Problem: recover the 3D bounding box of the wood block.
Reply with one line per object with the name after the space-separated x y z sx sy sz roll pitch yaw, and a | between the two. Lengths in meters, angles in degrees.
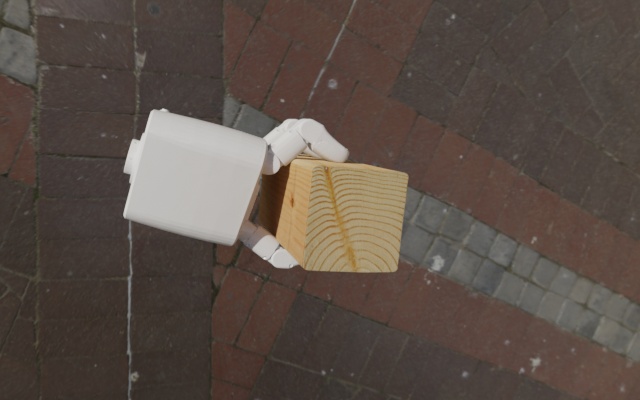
0.000 0.002 0.500 0.090 0.091 0.206 4 8 -18 | wood block
